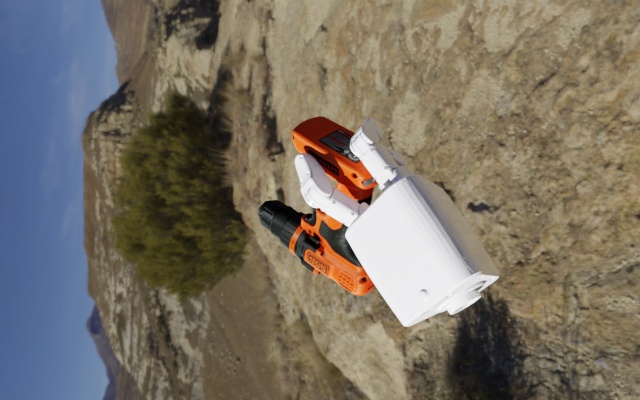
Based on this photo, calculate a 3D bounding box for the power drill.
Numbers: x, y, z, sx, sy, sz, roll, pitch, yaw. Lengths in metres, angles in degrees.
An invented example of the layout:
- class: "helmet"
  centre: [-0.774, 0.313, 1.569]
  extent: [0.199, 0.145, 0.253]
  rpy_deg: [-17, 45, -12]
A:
- class: "power drill"
  centre: [0.000, 0.002, 0.552]
  extent: [0.184, 0.188, 0.057]
  rpy_deg: [31, 47, 25]
